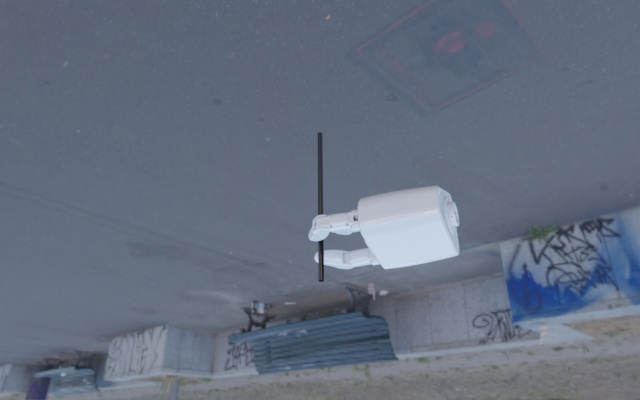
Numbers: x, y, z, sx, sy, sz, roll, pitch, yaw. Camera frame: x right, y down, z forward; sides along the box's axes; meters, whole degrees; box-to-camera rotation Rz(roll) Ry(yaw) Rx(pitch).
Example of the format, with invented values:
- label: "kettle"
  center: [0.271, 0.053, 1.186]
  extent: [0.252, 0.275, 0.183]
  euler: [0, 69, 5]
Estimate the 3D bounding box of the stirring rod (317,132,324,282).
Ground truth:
- label: "stirring rod"
  center: [0.000, 0.002, 0.710]
  extent: [0.011, 0.239, 0.011]
  euler: [0, -25, 0]
